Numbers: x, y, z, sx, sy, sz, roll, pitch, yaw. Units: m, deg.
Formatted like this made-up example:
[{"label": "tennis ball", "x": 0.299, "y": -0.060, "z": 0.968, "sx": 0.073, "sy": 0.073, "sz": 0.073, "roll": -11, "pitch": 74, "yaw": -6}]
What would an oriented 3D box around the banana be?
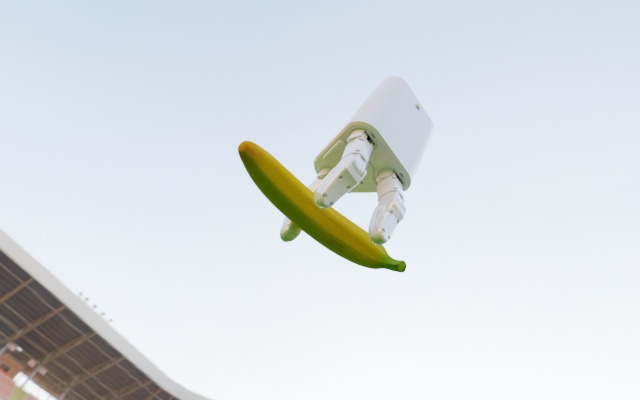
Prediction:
[{"label": "banana", "x": -0.003, "y": 0.011, "z": 0.482, "sx": 0.198, "sy": 0.037, "sz": 0.070, "roll": 36, "pitch": -30, "yaw": -1}]
